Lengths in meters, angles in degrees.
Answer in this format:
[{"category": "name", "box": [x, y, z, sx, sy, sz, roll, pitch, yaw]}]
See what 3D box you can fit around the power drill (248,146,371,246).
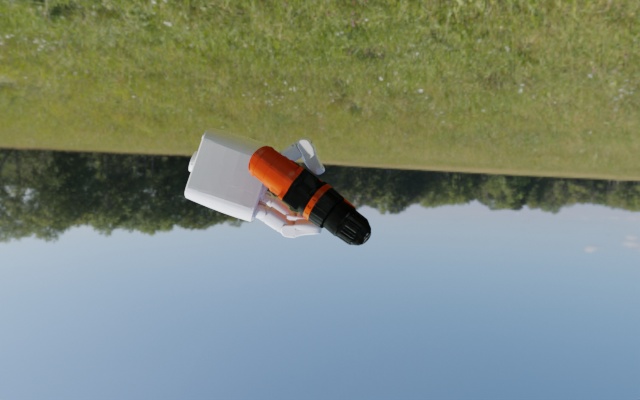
[{"category": "power drill", "box": [0.000, 0.002, 0.671, 0.184, 0.057, 0.188, 38, 0, 13]}]
